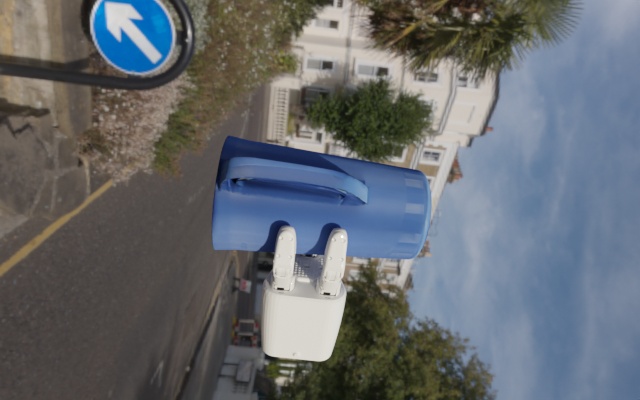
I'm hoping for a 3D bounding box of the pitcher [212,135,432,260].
[{"bbox_3d":[0.000,0.002,0.552,0.243,0.145,0.149,6,28,-4],"label":"pitcher"}]
